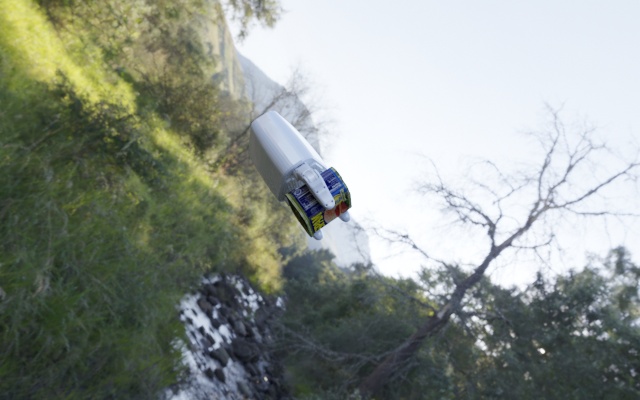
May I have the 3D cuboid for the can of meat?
[{"bbox_3d":[0.000,0.002,0.742,0.084,0.057,0.102,-34,-20,-8],"label":"can of meat"}]
